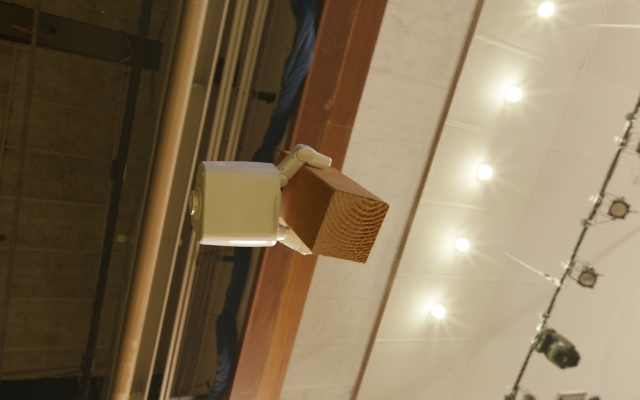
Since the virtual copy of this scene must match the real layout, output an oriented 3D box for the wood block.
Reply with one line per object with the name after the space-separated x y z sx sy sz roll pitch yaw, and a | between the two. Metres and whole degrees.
0.000 0.002 0.703 0.090 0.091 0.206 14 13 -28 | wood block
